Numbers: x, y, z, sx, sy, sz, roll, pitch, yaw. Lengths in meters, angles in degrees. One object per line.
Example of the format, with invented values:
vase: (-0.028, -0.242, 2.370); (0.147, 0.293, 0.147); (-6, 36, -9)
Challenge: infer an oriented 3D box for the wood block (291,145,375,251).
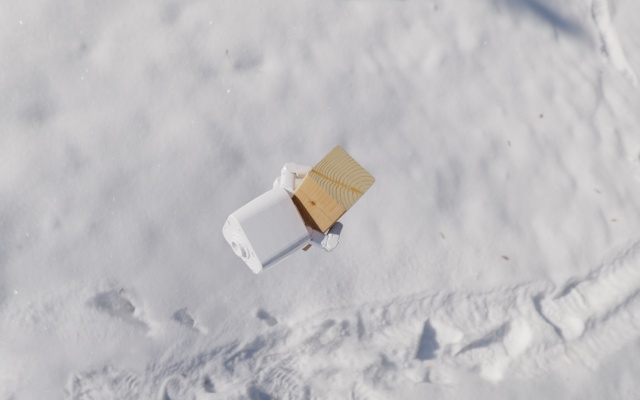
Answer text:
wood block: (0.000, 0.003, 0.867); (0.090, 0.091, 0.206); (-45, -2, -32)
